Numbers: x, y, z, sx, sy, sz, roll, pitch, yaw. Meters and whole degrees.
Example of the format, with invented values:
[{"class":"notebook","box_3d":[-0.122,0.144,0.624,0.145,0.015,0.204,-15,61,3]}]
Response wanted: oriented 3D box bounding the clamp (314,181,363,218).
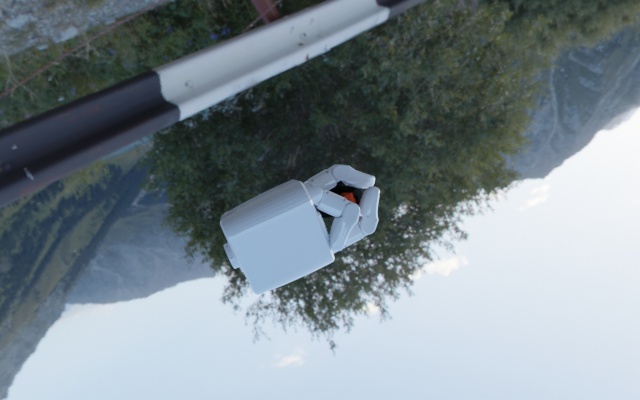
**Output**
[{"class":"clamp","box_3d":[0.000,0.003,0.671,0.120,0.039,0.171,-25,8,-8]}]
